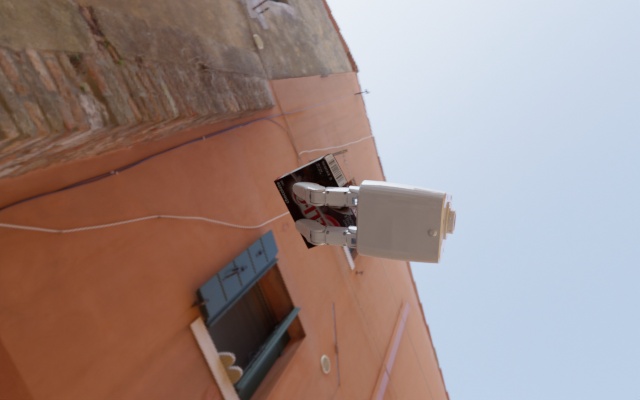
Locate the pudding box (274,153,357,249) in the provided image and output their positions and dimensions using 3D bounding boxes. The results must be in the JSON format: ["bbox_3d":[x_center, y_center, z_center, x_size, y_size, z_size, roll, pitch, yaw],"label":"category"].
[{"bbox_3d":[0.000,0.002,0.668,0.090,0.113,0.039,-23,6,29],"label":"pudding box"}]
